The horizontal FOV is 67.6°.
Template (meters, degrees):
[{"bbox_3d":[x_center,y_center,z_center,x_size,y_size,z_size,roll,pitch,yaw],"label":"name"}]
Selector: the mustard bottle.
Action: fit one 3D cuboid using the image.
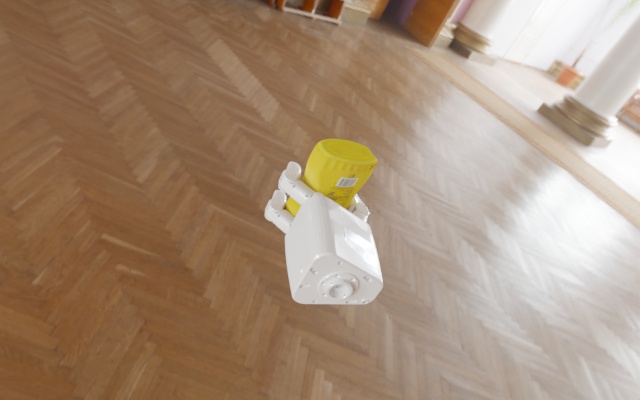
[{"bbox_3d":[0.000,0.002,0.696,0.096,0.192,0.058,-1,43,-39],"label":"mustard bottle"}]
